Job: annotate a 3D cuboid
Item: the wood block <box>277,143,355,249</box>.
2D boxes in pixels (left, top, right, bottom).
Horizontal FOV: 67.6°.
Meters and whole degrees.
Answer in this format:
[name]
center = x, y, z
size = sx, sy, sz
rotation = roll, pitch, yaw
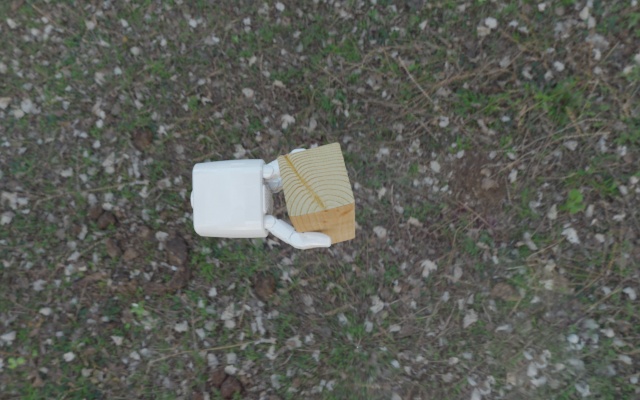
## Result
[wood block]
center = 0.000, 0.003, 0.729
size = 0.090, 0.090, 0.206
rotation = -13, -18, 0
